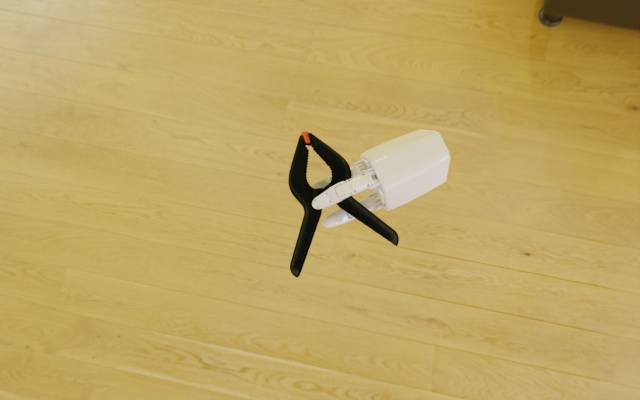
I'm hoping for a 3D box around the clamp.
[{"bbox_3d":[0.000,0.002,0.707,0.164,0.210,0.036,-25,-7,1],"label":"clamp"}]
